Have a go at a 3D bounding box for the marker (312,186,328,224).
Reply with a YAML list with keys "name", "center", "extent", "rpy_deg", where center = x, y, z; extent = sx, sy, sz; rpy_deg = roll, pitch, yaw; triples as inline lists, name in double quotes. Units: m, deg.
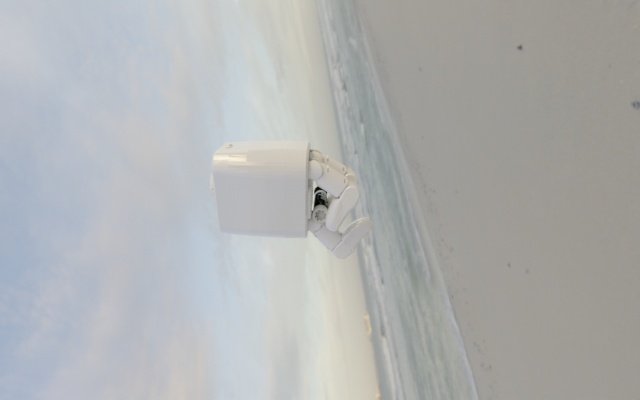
- name: "marker"
  center: [0.000, 0.002, 0.604]
  extent: [0.020, 0.020, 0.121]
  rpy_deg: [0, 15, 0]
